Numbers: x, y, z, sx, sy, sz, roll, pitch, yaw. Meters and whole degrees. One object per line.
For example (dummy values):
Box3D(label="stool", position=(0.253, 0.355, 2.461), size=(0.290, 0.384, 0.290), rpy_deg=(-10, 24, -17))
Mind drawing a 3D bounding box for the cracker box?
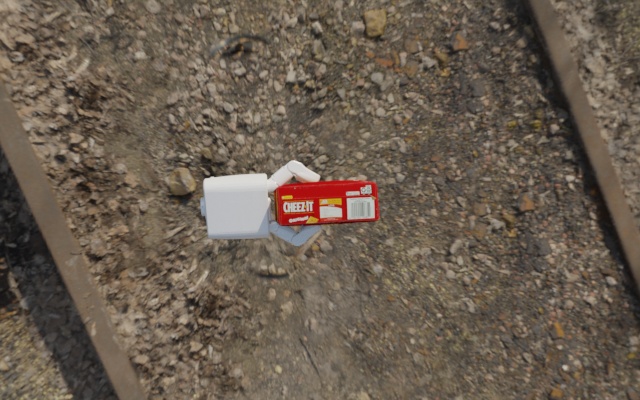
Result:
Box3D(label="cracker box", position=(0.000, 0.003, 0.859), size=(0.164, 0.072, 0.213), rpy_deg=(-3, 1, -7))
